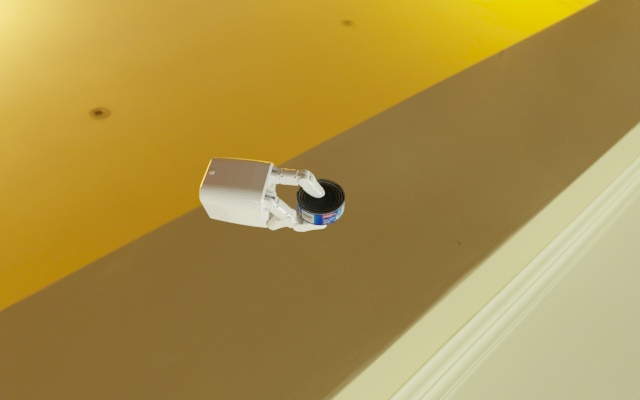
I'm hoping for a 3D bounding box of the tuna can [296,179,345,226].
[{"bbox_3d":[0.000,0.003,0.843,0.086,0.086,0.034,0,-43,0],"label":"tuna can"}]
